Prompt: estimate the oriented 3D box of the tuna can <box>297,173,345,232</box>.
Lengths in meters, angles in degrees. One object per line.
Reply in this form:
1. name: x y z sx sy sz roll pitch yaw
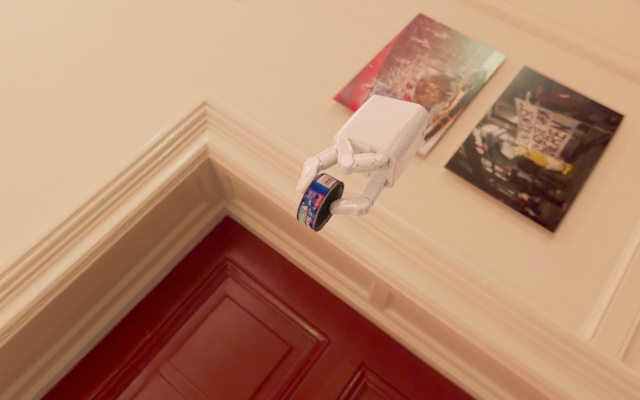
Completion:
1. tuna can: 0.000 0.002 0.718 0.033 0.086 0.086 29 8 15
